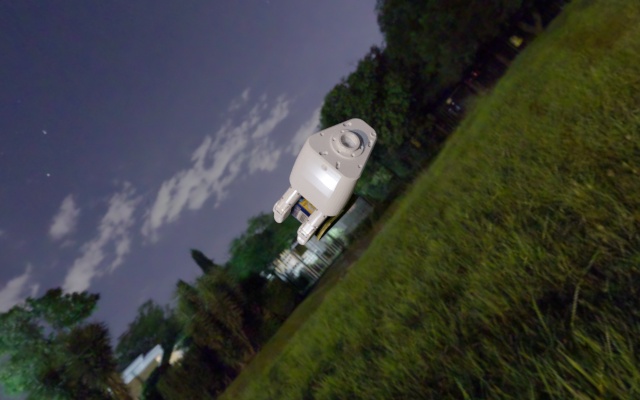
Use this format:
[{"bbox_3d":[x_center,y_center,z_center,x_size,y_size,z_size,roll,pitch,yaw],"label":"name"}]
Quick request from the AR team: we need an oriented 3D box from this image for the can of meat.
[{"bbox_3d":[0.000,0.002,0.805,0.102,0.084,0.057,-45,-9,-28],"label":"can of meat"}]
